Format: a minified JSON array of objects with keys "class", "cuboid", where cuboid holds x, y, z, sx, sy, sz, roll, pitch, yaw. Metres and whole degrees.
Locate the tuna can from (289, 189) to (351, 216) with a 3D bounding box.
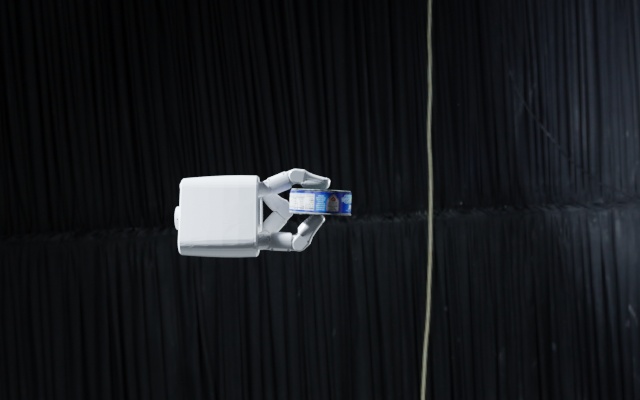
[{"class":"tuna can","cuboid":[0.000,0.002,0.658,0.086,0.034,0.086,3,0,0]}]
